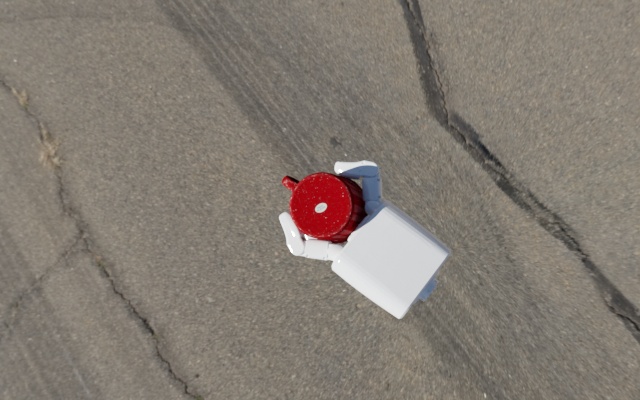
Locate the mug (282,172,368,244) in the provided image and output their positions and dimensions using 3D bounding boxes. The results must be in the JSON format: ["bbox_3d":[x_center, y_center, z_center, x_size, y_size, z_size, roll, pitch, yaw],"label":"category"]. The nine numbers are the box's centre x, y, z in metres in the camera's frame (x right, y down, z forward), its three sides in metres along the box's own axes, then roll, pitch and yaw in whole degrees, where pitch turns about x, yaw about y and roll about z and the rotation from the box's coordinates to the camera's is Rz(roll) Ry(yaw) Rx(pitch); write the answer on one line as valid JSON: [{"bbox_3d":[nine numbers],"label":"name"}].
[{"bbox_3d":[-0.001,0.001,0.612,0.117,0.093,0.081,36,4,14],"label":"mug"}]
